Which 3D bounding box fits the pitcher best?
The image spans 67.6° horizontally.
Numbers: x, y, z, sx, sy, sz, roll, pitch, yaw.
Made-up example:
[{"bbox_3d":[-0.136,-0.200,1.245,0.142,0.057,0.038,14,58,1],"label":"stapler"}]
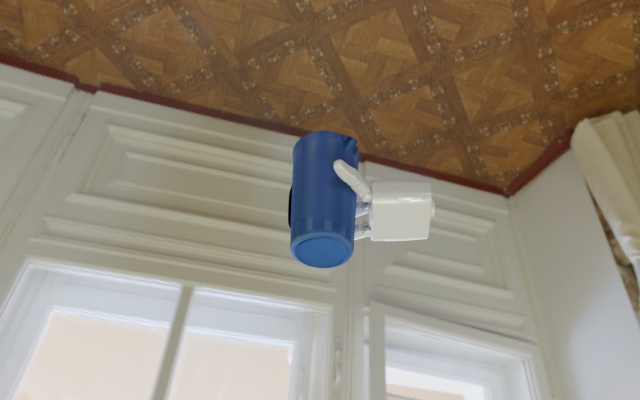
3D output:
[{"bbox_3d":[0.000,0.003,0.883,0.145,0.242,0.149,-1,-40,5],"label":"pitcher"}]
